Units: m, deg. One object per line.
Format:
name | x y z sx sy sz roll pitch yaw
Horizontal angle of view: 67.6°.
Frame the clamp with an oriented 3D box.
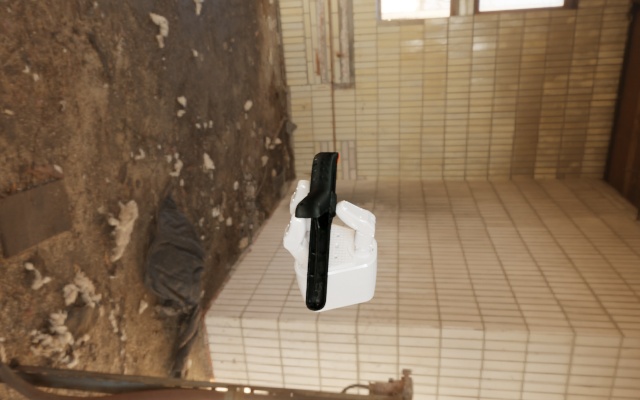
clamp | 0.001 0.002 0.572 0.036 0.209 0.165 3 -41 6
